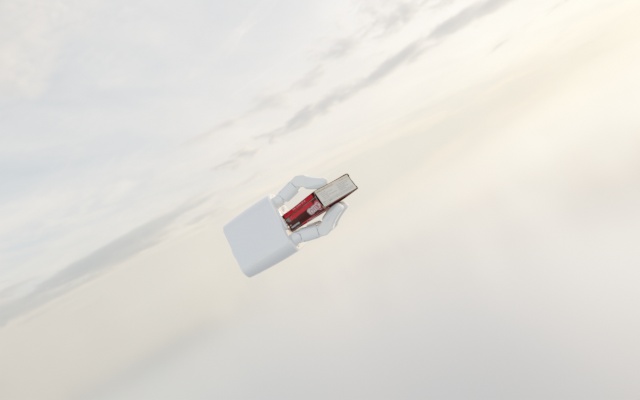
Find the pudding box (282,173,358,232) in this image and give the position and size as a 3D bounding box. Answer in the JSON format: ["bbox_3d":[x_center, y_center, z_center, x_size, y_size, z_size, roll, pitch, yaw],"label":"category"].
[{"bbox_3d":[0.000,0.003,0.819,0.090,0.039,0.113,-35,-2,39],"label":"pudding box"}]
